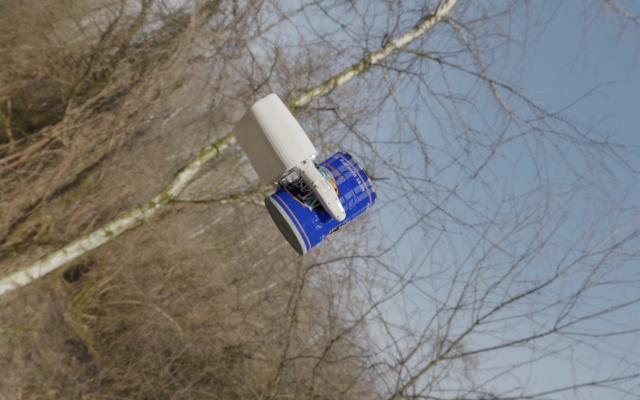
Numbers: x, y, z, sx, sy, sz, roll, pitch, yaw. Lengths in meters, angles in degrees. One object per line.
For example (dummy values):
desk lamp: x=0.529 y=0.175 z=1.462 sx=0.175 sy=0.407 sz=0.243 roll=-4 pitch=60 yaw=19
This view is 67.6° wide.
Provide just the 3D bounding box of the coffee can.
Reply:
coffee can: x=0.000 y=0.003 z=0.732 sx=0.140 sy=0.103 sz=0.103 roll=-34 pitch=9 yaw=-15
